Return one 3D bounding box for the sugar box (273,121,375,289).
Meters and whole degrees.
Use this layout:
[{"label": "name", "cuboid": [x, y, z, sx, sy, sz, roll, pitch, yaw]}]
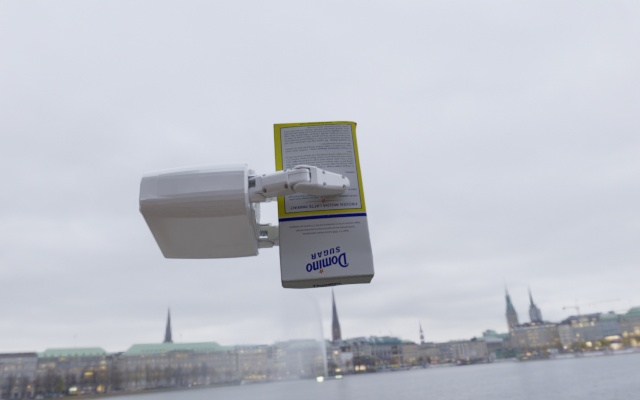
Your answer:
[{"label": "sugar box", "cuboid": [0.000, 0.002, 0.505, 0.093, 0.176, 0.048, -3, -20, -3]}]
